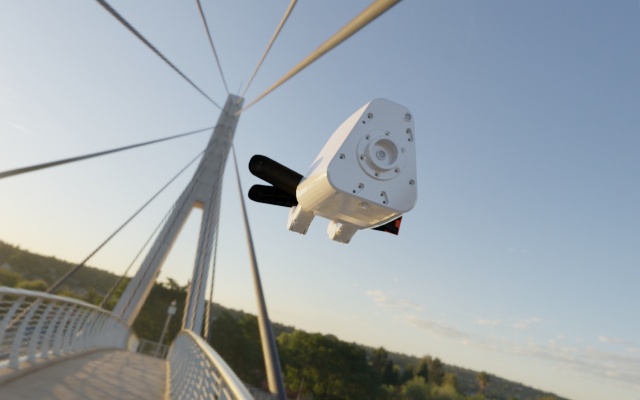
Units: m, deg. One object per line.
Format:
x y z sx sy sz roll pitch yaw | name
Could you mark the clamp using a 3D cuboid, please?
0.001 0.001 0.612 0.210 0.036 0.164 19 -13 -12 | clamp
